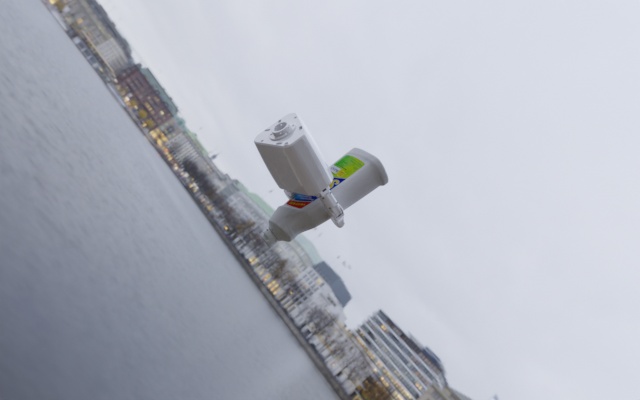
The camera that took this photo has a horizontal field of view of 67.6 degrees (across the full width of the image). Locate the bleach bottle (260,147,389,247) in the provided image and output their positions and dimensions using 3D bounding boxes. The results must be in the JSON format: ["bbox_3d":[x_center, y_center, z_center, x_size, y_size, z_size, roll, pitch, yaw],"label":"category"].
[{"bbox_3d":[0.000,0.003,0.888,0.251,0.068,0.102,-37,36,-12],"label":"bleach bottle"}]
